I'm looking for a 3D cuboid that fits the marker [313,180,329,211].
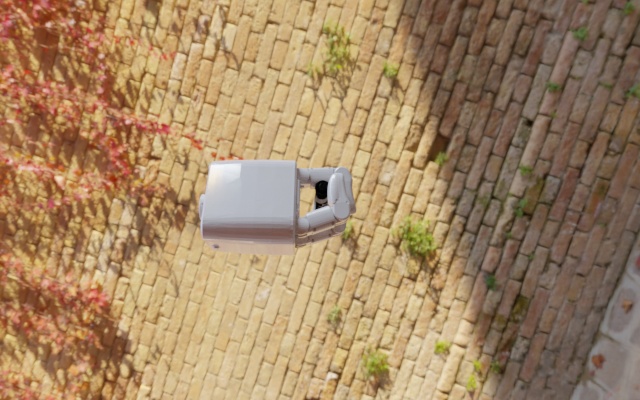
[{"bbox_3d":[0.000,0.002,0.620,0.020,0.020,0.121,0,-18,-3],"label":"marker"}]
